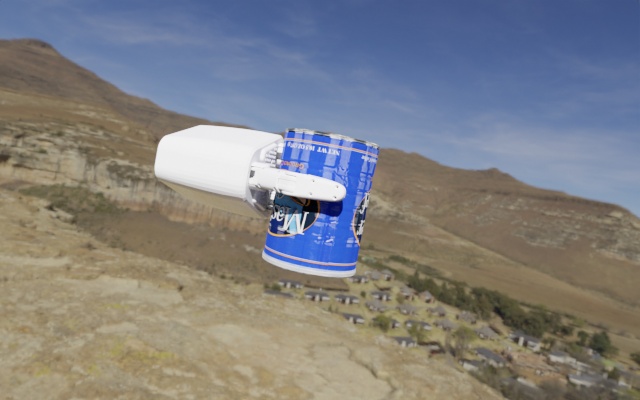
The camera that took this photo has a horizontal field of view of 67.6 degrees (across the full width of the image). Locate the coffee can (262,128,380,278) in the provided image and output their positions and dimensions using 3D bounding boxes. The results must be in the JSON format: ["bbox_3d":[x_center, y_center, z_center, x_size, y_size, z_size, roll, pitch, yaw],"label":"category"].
[{"bbox_3d":[0.000,0.002,0.514,0.103,0.140,0.103,11,3,-1],"label":"coffee can"}]
